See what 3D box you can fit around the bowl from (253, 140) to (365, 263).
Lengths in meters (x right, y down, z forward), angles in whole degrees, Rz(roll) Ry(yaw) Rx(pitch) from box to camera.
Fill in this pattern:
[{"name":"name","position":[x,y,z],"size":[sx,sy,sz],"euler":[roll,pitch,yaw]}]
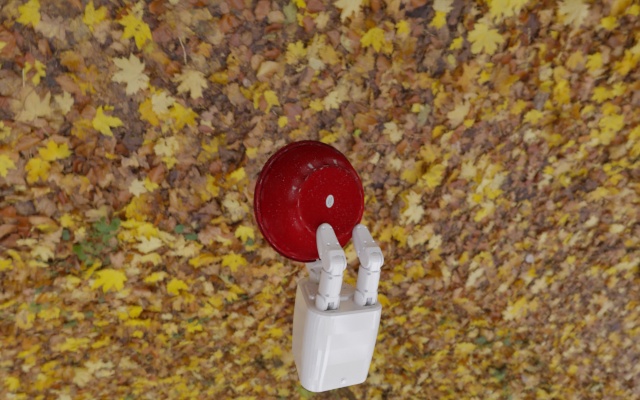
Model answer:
[{"name":"bowl","position":[0.000,0.001,0.603],"size":[0.162,0.162,0.055],"euler":[0,1,-30]}]
